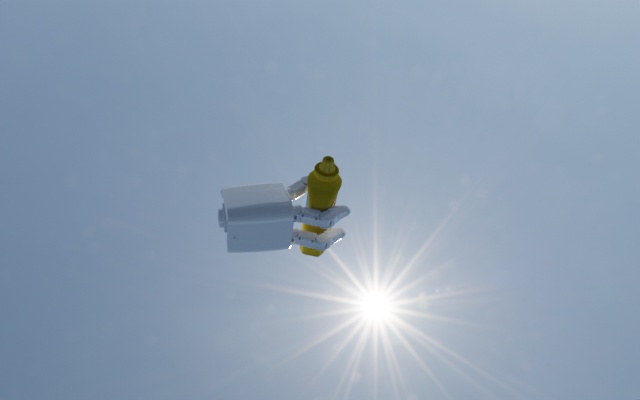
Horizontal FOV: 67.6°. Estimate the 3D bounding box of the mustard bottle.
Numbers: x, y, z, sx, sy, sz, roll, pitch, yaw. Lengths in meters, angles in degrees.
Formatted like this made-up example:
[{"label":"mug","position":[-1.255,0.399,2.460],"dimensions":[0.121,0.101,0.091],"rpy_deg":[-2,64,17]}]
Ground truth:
[{"label":"mustard bottle","position":[0.000,0.003,0.825],"dimensions":[0.058,0.192,0.096],"rpy_deg":[13,43,4]}]
